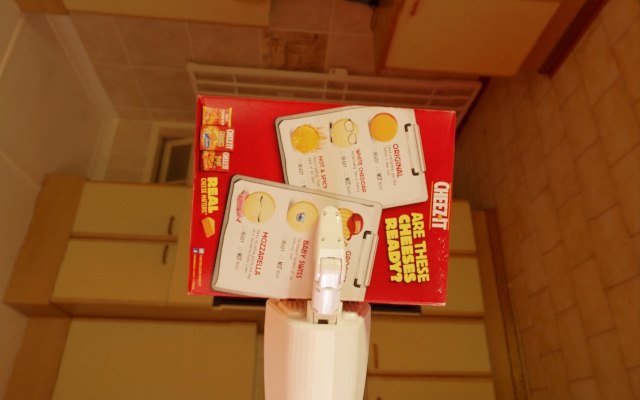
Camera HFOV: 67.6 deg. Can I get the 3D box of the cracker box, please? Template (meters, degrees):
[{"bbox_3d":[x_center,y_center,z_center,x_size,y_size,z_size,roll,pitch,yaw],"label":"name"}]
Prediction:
[{"bbox_3d":[0.000,0.001,0.419,0.214,0.164,0.072,3,1,-4],"label":"cracker box"}]
